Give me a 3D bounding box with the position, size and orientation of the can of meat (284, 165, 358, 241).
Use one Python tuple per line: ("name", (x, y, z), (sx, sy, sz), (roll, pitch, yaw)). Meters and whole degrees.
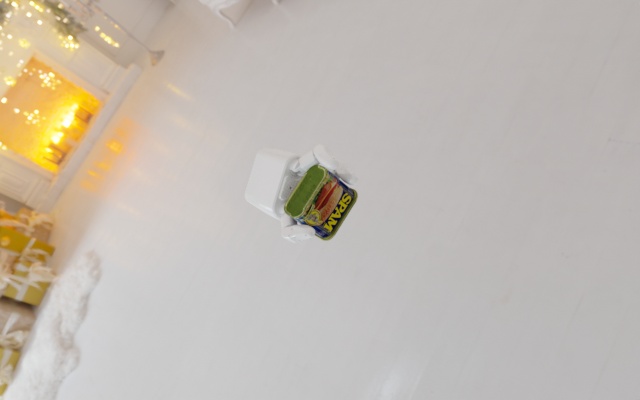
("can of meat", (0.000, 0.003, 0.786), (0.084, 0.102, 0.057), (37, -7, -40))
